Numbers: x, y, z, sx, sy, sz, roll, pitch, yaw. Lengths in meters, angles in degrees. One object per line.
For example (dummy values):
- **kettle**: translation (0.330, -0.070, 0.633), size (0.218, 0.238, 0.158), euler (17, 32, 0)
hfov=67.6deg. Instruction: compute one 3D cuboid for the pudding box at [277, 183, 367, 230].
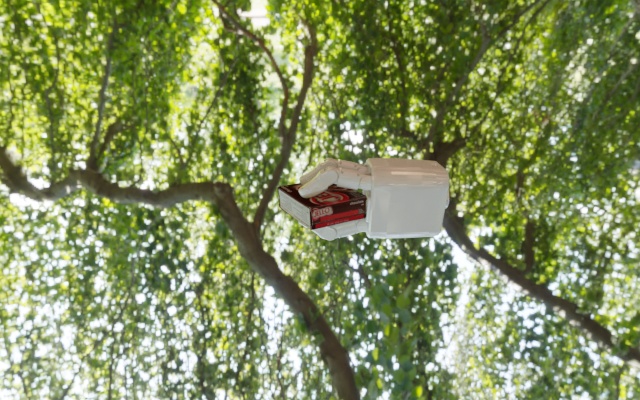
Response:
- **pudding box**: translation (0.000, 0.002, 0.692), size (0.090, 0.039, 0.113), euler (-10, 19, -27)
